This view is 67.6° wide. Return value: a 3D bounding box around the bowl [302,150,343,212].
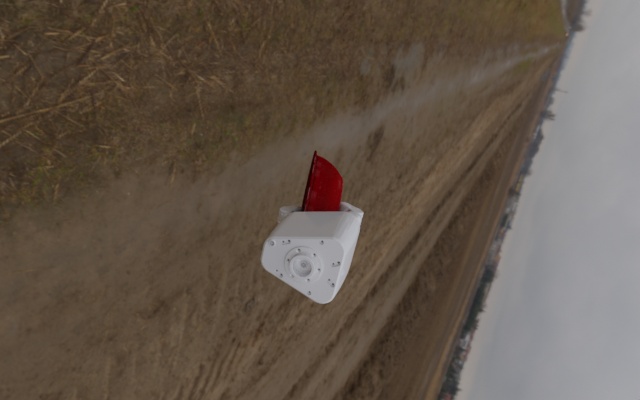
[{"bbox_3d":[0.001,0.002,0.779,0.055,0.162,0.162,12,-1,-4],"label":"bowl"}]
